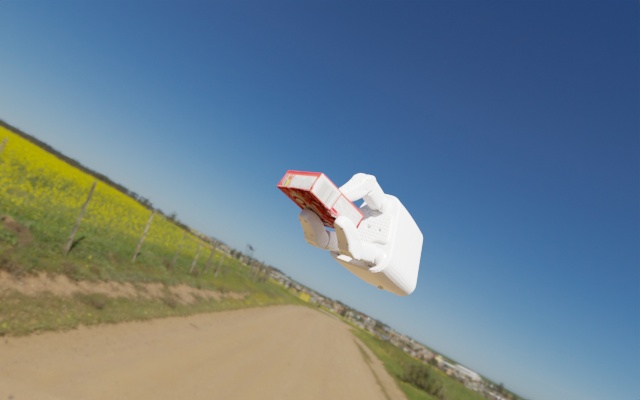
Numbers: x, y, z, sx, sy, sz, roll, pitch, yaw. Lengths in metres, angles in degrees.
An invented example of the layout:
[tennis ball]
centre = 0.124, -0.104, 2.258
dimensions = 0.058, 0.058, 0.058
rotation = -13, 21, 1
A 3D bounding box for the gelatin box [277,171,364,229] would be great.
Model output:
[gelatin box]
centre = 0.000, 0.001, 0.588
dimensions = 0.089, 0.030, 0.073
rotation = 44, -20, -32
